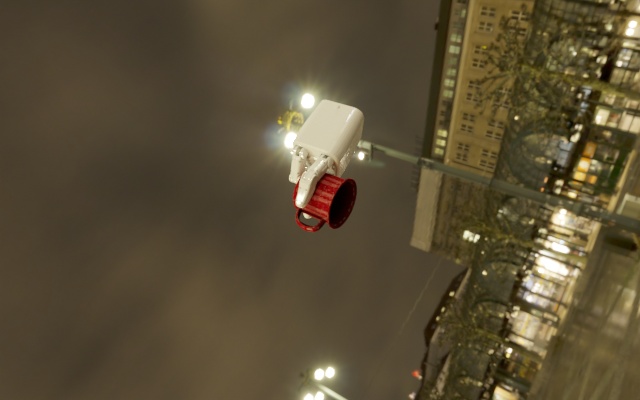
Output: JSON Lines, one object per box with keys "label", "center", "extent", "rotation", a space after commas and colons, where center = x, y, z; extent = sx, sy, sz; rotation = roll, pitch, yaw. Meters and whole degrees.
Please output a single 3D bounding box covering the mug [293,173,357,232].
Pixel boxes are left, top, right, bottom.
{"label": "mug", "center": [-0.001, 0.004, 0.837], "extent": [0.081, 0.117, 0.093], "rotation": [22, -21, 27]}
